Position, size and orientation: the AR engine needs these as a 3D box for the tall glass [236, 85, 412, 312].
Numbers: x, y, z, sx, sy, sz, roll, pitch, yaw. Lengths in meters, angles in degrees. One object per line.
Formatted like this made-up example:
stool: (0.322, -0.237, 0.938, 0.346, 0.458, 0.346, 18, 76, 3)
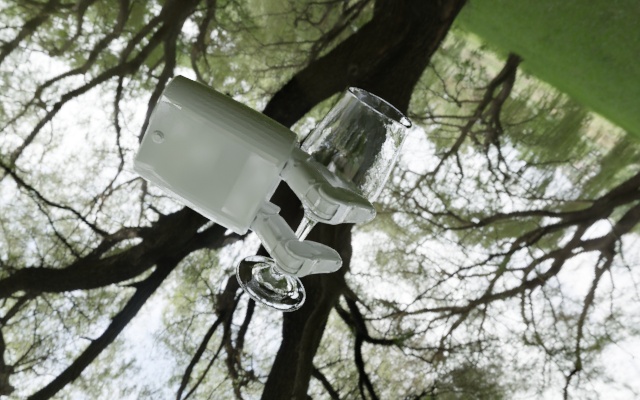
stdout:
tall glass: (0.000, 0.002, 0.423, 0.079, 0.201, 0.079, 27, 23, -13)
